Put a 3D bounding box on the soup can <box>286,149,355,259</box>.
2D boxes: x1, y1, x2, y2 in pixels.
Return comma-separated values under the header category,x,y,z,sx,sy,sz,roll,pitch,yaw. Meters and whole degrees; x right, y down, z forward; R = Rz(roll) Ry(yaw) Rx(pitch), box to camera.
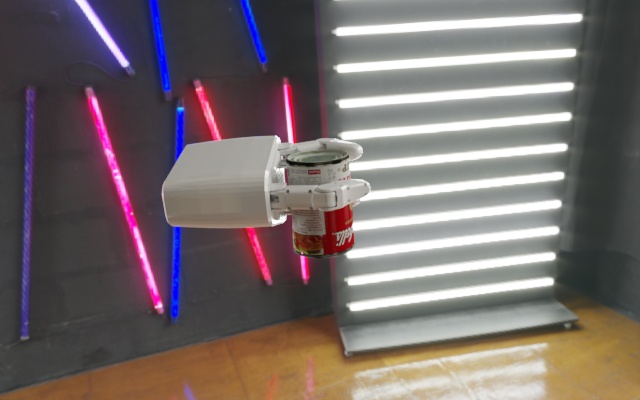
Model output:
category,x,y,z,sx,sy,sz,roll,pitch,yaw
soup can,0.001,0.001,0.509,0.068,0.102,0.068,-4,17,1
